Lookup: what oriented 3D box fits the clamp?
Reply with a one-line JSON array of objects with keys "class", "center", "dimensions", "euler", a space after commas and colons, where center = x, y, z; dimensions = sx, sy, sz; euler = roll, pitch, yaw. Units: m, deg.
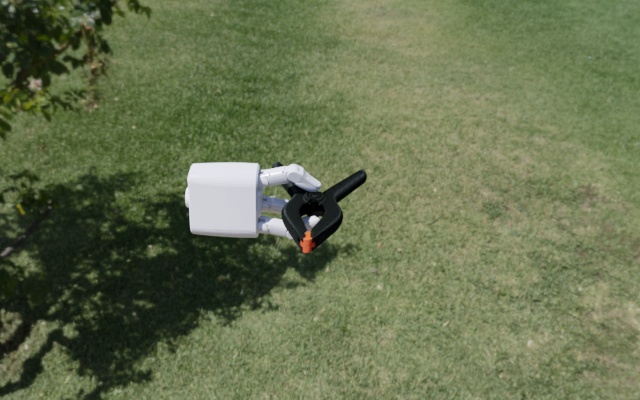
[{"class": "clamp", "center": [0.000, 0.002, 0.760], "dimensions": [0.164, 0.036, 0.209], "euler": [0, 37, -2]}]
